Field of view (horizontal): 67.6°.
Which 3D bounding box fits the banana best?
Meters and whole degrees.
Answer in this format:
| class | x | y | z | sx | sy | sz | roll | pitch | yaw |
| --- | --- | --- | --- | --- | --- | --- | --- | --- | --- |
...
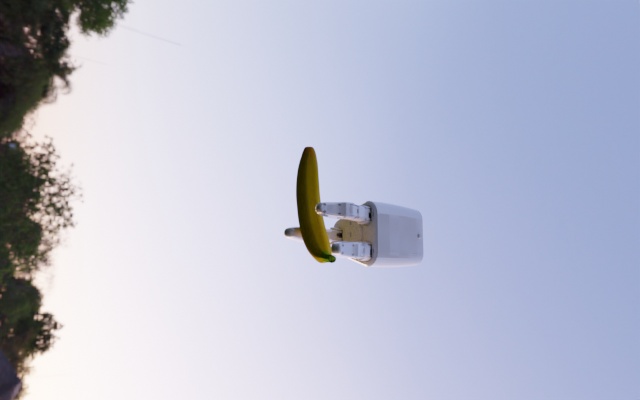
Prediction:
| class | x | y | z | sx | sy | sz | roll | pitch | yaw |
| --- | --- | --- | --- | --- | --- | --- | --- | --- | --- |
| banana | -0.009 | 0.015 | 0.713 | 0.037 | 0.197 | 0.070 | 7 | -35 | -32 |
